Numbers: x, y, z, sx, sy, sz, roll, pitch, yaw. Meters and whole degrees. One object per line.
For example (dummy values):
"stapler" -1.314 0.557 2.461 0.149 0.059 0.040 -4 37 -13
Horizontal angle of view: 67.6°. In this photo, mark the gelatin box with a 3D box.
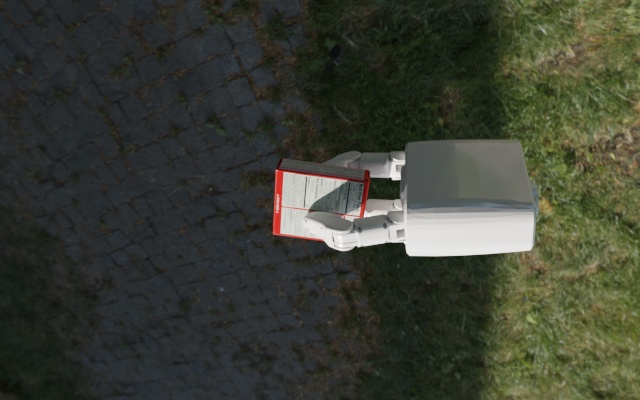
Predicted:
"gelatin box" 0.000 0.002 0.467 0.089 0.073 0.030 7 30 3
